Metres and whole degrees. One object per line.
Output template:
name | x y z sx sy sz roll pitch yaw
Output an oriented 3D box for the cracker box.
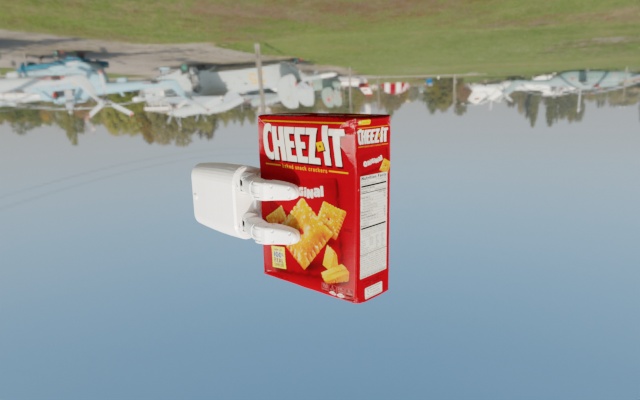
cracker box | 0.000 0.002 0.588 0.164 0.214 0.072 10 17 42
